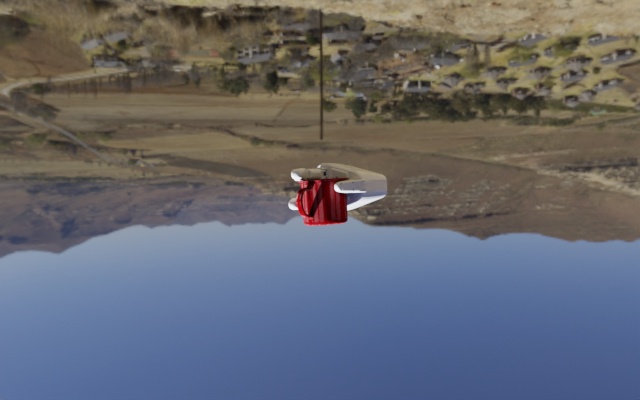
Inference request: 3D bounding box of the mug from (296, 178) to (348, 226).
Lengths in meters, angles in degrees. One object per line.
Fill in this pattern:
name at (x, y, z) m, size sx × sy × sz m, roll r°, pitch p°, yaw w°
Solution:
mug at (-0.001, 0.003, 0.863) m, size 0.093 × 0.081 × 0.117 m, roll -3°, pitch 1°, yaw 37°
